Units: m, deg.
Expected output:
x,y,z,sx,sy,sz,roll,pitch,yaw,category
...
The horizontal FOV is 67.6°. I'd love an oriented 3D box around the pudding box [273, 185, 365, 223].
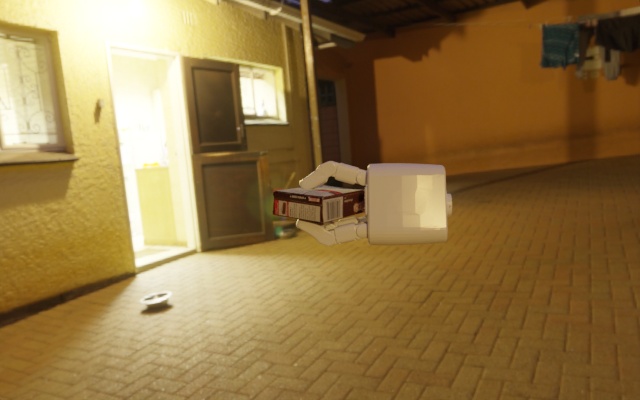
x,y,z,sx,sy,sz,roll,pitch,yaw,category
0.000,0.002,0.691,0.090,0.039,0.113,7,9,35,pudding box
